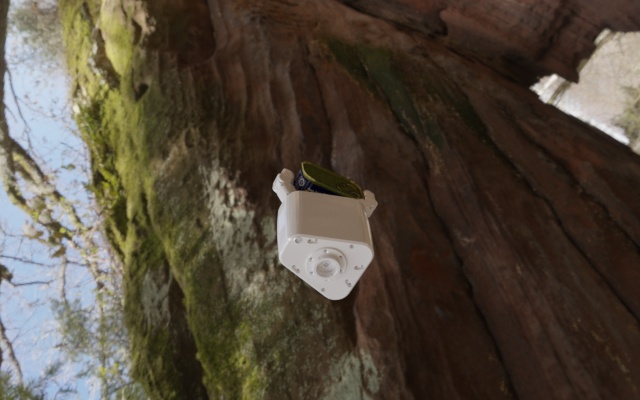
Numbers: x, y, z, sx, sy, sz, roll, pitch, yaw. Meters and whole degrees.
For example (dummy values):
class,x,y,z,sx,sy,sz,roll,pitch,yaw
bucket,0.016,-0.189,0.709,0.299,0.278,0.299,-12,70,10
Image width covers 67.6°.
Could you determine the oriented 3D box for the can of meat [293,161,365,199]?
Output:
class,x,y,z,sx,sy,sz,roll,pitch,yaw
can of meat,0.000,0.003,0.711,0.102,0.084,0.057,22,24,-19
